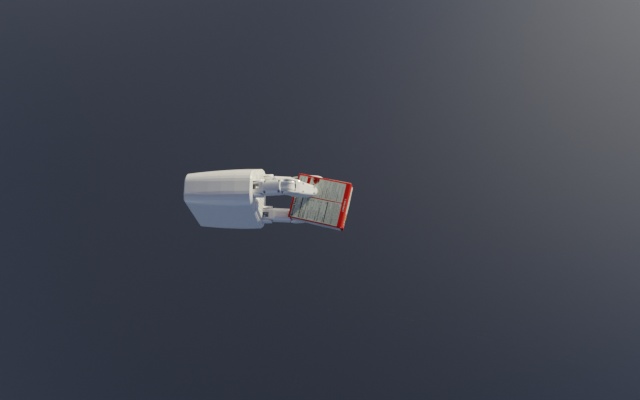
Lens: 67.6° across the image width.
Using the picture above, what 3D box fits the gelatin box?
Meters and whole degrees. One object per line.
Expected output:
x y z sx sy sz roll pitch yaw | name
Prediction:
0.000 0.002 0.753 0.089 0.073 0.030 11 -11 11 | gelatin box
